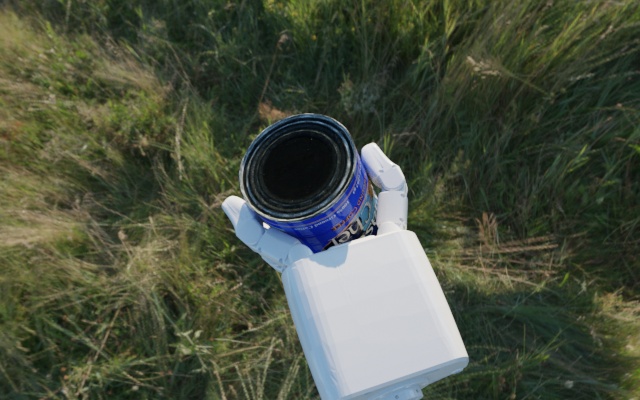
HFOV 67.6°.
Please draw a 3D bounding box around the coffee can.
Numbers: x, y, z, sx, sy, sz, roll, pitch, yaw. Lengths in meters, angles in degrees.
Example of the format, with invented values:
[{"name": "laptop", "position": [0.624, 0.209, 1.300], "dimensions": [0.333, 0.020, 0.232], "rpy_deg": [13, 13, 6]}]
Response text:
[{"name": "coffee can", "position": [0.000, 0.001, 0.448], "dimensions": [0.103, 0.102, 0.140], "rpy_deg": [0, -26, 19]}]
